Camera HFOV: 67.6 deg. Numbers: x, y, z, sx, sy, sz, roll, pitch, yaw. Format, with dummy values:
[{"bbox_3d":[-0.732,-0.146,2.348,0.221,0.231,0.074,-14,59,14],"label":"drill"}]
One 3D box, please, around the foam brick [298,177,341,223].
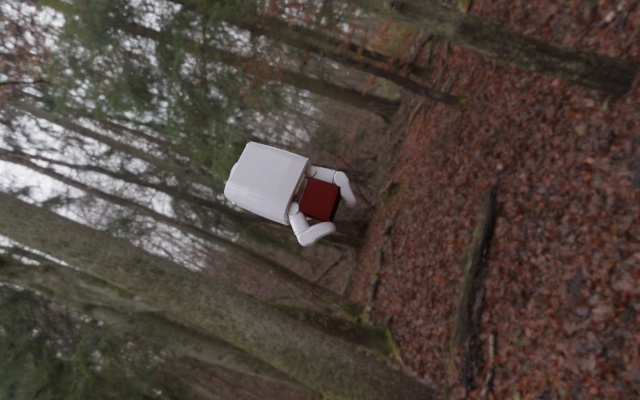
[{"bbox_3d":[0.000,0.002,0.745,0.051,0.053,0.078,19,-10,7],"label":"foam brick"}]
